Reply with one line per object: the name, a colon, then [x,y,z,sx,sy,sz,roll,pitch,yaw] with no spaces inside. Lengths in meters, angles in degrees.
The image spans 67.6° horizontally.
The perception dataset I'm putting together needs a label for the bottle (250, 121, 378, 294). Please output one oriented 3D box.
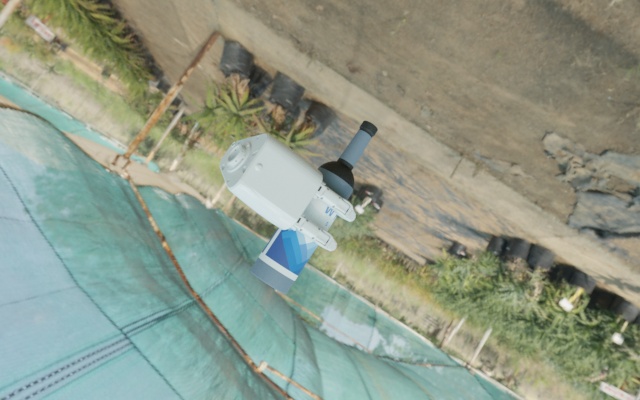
bottle: [0.000,0.003,0.744,0.069,0.295,0.069,33,-7,4]
